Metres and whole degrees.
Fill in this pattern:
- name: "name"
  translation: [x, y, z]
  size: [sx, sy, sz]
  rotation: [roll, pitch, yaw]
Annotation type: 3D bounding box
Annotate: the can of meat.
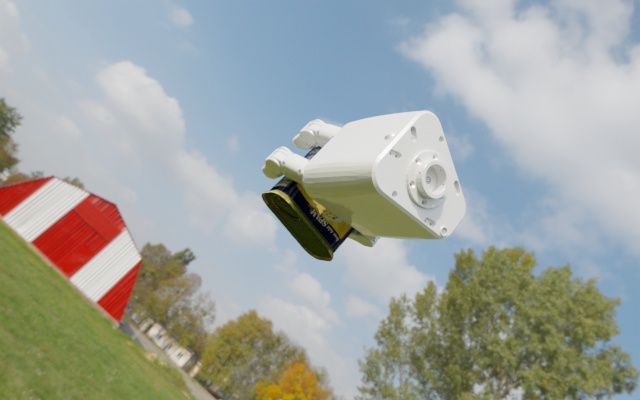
- name: "can of meat"
  translation: [0.000, 0.002, 0.531]
  size: [0.084, 0.102, 0.057]
  rotation: [-47, 19, -23]
